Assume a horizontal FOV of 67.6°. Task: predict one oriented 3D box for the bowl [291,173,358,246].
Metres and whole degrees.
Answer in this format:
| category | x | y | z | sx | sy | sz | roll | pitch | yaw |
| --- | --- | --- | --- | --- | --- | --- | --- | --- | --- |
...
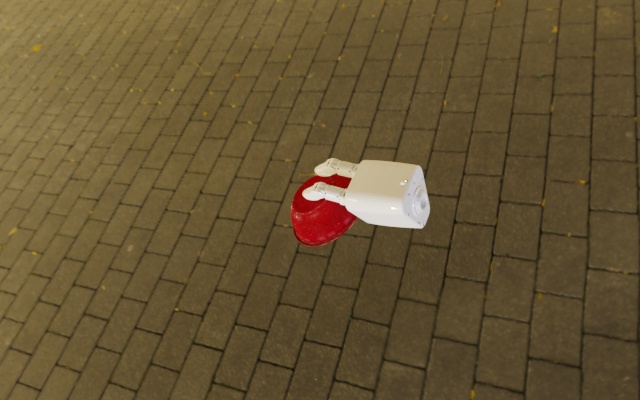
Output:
| category | x | y | z | sx | sy | sz | roll | pitch | yaw |
| --- | --- | --- | --- | --- | --- | --- | --- | --- | --- |
| bowl | -0.001 | 0.003 | 0.883 | 0.162 | 0.162 | 0.055 | 0 | -36 | 44 |
